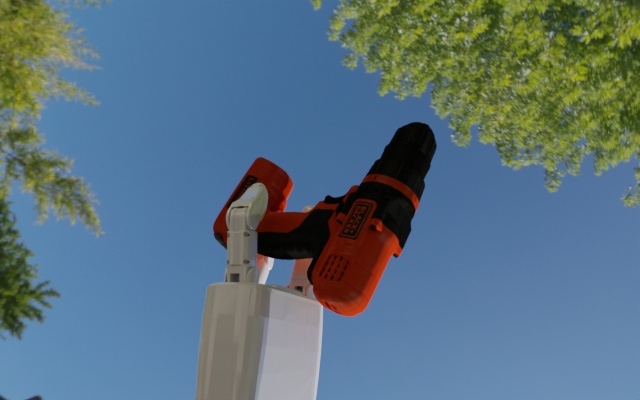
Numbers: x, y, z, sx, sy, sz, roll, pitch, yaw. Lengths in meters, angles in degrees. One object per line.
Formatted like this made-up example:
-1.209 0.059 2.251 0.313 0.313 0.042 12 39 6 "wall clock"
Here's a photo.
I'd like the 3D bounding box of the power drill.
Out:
0.000 0.002 0.440 0.187 0.184 0.057 6 -34 43 "power drill"
